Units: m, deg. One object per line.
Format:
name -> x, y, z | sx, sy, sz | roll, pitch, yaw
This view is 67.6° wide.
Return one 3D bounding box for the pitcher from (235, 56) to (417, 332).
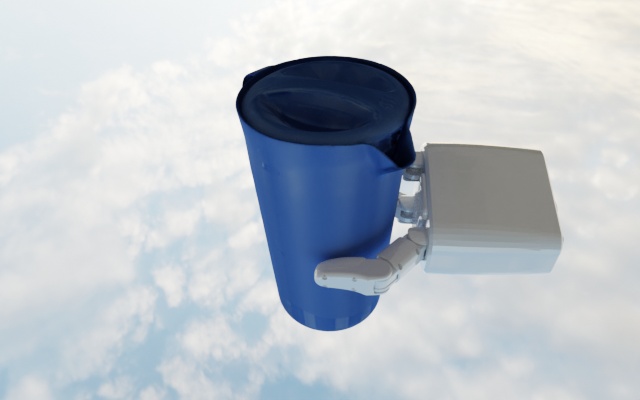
pitcher -> 0.000, 0.001, 0.433 | 0.145, 0.243, 0.149 | 1, 42, 3
